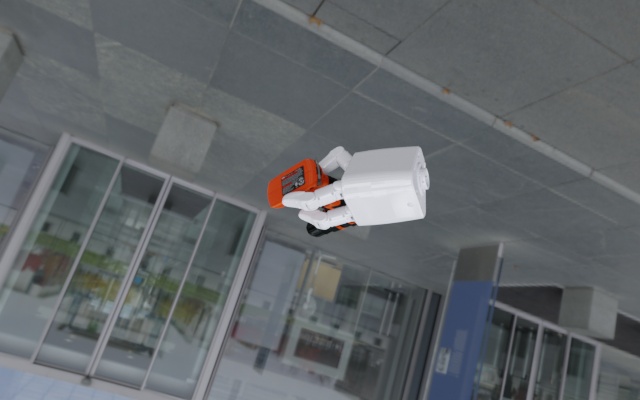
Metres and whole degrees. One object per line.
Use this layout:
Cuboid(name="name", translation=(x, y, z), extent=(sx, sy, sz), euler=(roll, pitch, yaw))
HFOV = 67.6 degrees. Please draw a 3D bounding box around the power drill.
Cuboid(name="power drill", translation=(0.000, 0.003, 0.832), extent=(0.184, 0.057, 0.188), euler=(-30, -34, 33))
